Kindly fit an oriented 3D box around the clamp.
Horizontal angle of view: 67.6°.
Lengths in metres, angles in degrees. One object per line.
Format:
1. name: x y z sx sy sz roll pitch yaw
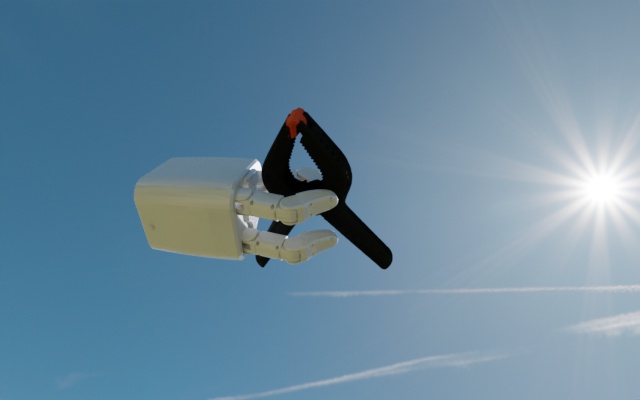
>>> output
1. clamp: 0.000 0.001 0.515 0.164 0.210 0.036 4 39 7
